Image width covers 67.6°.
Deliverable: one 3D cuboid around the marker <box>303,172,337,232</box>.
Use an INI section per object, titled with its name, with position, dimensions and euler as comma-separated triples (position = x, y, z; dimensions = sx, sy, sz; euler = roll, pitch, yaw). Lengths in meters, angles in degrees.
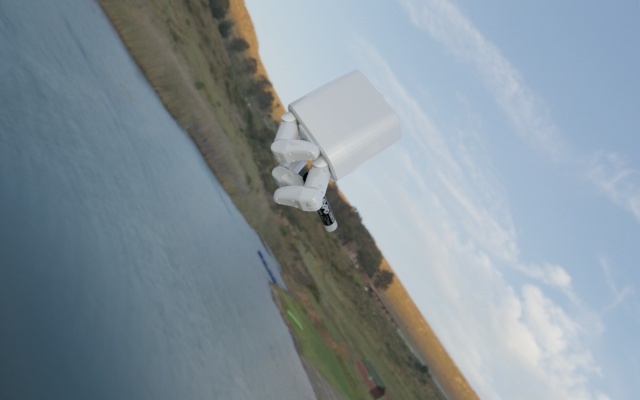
[marker]
position = 0.000, 0.002, 0.638
dimensions = 0.020, 0.020, 0.121
euler = 0, -35, 18
